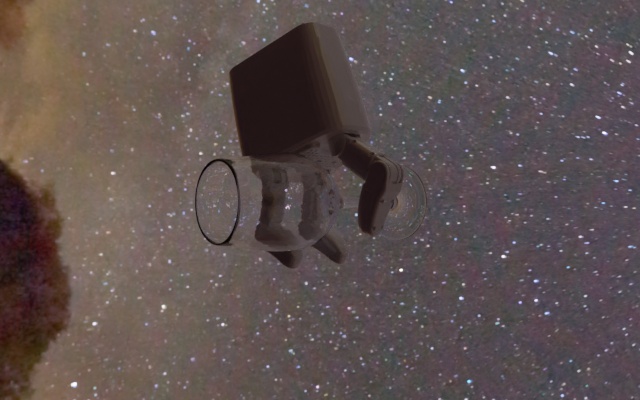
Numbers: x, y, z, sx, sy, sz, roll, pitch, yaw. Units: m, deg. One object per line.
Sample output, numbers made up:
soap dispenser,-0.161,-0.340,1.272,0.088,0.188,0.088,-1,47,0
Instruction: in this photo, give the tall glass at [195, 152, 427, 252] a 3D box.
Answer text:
tall glass,0.001,0.001,0.402,0.201,0.079,0.079,0,0,-42
